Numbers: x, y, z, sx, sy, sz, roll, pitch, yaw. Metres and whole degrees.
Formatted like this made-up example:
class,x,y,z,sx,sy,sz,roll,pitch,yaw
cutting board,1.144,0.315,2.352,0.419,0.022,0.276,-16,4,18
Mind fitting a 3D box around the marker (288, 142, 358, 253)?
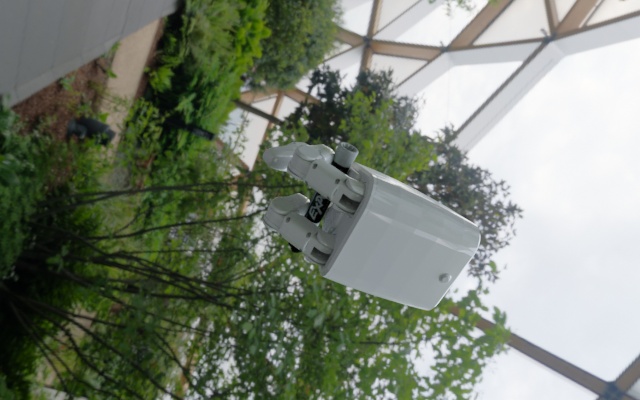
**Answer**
class,x,y,z,sx,sy,sz,roll,pitch,yaw
marker,0.000,0.001,0.443,0.020,0.121,0.020,22,27,-12
